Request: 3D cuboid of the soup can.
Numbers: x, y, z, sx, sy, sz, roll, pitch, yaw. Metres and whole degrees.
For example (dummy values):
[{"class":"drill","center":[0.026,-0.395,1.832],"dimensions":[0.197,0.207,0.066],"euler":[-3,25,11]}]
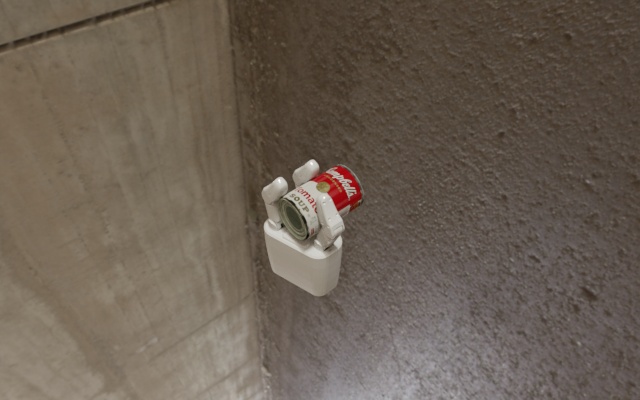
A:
[{"class":"soup can","center":[0.000,0.002,0.660],"dimensions":[0.102,0.068,0.068],"euler":[-31,15,-26]}]
